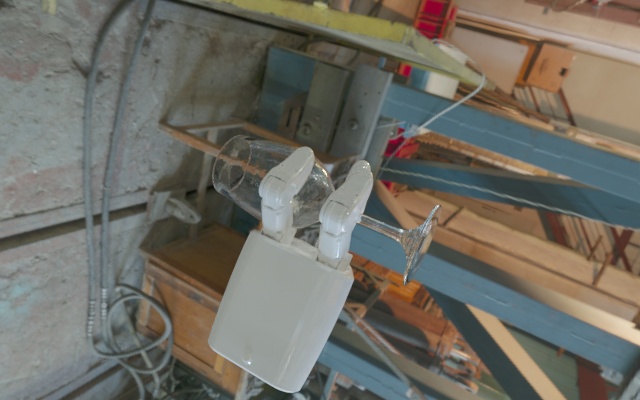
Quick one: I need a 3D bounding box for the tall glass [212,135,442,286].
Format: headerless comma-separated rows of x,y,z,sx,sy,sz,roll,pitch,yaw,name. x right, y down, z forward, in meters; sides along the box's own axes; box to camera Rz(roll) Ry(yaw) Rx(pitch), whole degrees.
0.001,0.002,0.433,0.201,0.079,0.079,23,8,20,tall glass
